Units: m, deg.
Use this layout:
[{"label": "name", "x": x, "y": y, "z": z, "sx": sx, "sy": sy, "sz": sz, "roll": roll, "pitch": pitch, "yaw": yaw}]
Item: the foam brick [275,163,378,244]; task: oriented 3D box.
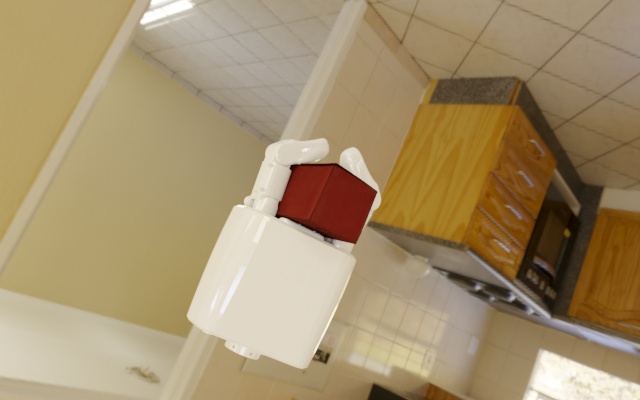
[{"label": "foam brick", "x": 0.000, "y": 0.001, "z": 0.415, "sx": 0.053, "sy": 0.051, "sz": 0.078, "roll": 30, "pitch": -13, "yaw": -31}]
